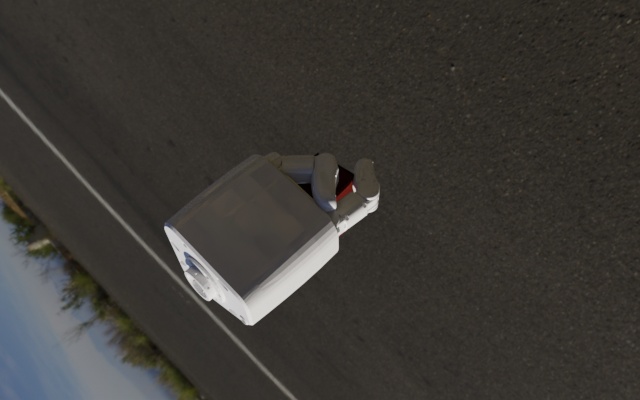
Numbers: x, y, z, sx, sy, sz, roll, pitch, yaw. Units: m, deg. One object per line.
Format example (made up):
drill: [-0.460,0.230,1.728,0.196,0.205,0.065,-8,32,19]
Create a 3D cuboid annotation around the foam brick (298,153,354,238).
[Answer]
foam brick: [0.000,0.002,0.493,0.053,0.078,0.051,33,58,28]
